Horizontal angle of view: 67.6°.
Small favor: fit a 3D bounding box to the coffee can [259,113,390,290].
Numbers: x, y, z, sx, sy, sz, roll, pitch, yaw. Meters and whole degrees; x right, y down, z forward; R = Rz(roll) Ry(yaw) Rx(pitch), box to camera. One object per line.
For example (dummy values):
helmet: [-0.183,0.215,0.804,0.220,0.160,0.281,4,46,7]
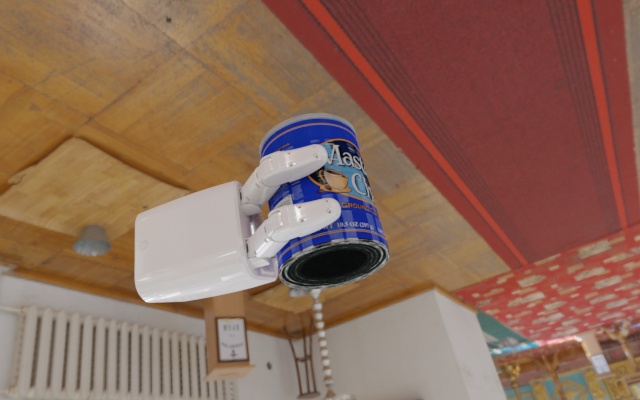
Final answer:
coffee can: [0.000,0.001,0.464,0.103,0.140,0.103,-9,-30,-5]
